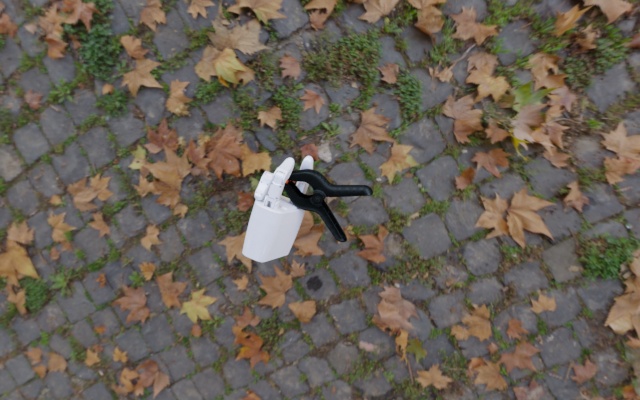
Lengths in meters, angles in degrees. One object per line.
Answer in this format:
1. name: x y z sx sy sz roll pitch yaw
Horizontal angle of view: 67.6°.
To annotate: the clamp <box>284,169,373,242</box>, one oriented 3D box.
1. clamp: 0.000 0.003 0.884 0.171 0.120 0.039 21 15 9
